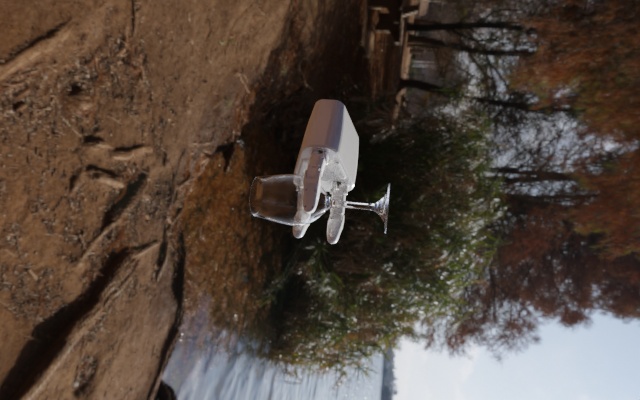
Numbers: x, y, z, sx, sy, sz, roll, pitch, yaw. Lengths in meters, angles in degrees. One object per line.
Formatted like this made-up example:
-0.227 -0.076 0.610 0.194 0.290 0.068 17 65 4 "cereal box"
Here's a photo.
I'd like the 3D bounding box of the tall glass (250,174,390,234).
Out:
0.001 0.002 0.708 0.201 0.079 0.079 5 1 9 "tall glass"
